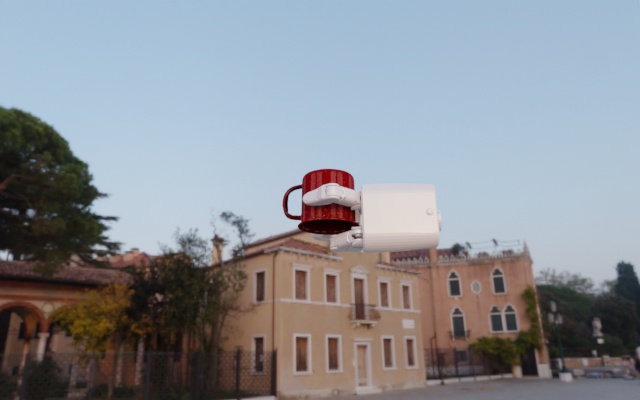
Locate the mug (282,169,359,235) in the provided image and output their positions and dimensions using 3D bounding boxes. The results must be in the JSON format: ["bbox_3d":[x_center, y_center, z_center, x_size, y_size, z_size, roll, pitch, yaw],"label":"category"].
[{"bbox_3d":[-0.001,0.002,0.732,0.117,0.081,0.093,-1,-18,4],"label":"mug"}]
